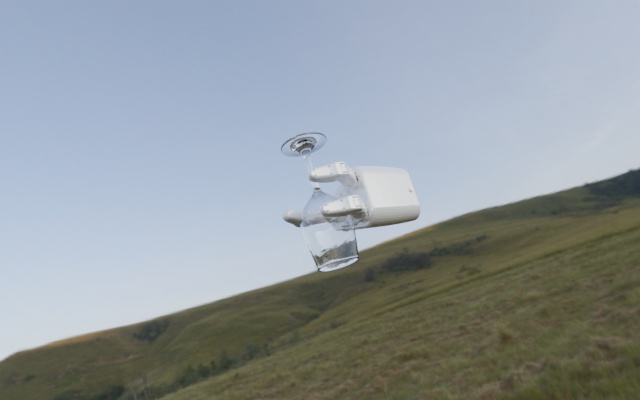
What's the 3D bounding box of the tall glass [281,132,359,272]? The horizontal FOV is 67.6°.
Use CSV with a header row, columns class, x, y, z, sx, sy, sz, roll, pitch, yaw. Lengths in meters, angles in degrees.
class,x,y,z,sx,sy,sz,roll,pitch,yaw
tall glass,0.000,0.002,0.718,0.079,0.201,0.079,-14,-19,-5
